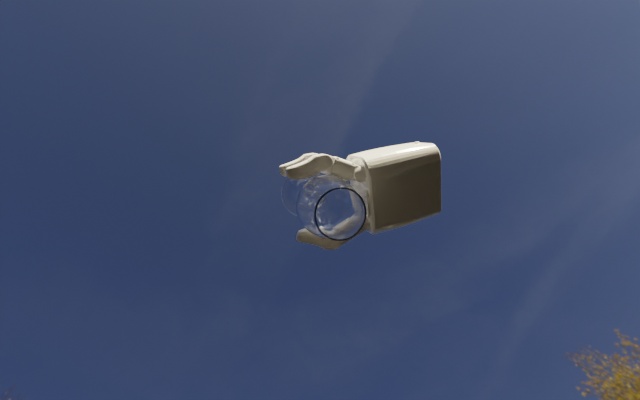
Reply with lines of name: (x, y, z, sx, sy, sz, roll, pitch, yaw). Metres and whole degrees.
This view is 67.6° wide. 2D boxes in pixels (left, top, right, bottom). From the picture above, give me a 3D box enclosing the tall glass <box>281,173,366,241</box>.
tall glass: (0.000, 0.002, 0.634, 0.079, 0.079, 0.201, 0, 8, -13)
